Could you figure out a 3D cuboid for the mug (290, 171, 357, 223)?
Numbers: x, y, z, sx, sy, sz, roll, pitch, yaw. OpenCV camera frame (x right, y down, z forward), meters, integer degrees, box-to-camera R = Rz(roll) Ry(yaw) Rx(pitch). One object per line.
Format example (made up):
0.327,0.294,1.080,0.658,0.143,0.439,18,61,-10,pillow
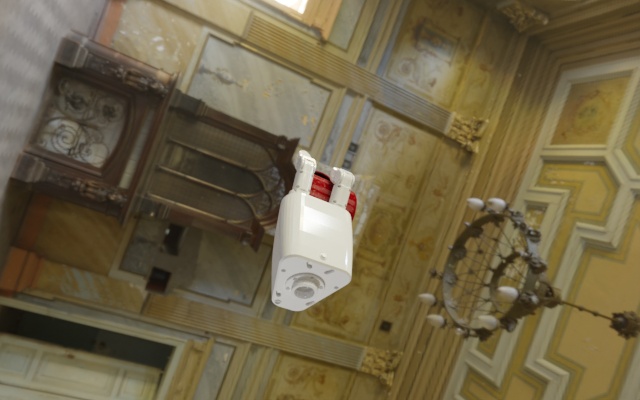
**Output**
0.000,0.001,0.709,0.081,0.117,0.093,22,-50,-18,mug
